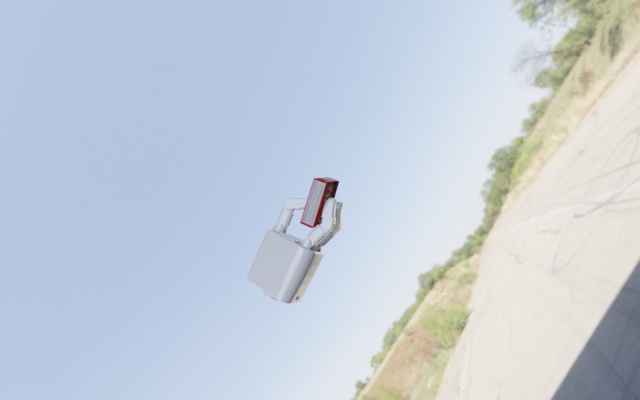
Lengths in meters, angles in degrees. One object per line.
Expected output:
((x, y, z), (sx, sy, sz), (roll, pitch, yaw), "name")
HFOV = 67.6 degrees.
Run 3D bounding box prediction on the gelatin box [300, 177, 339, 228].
((0.000, 0.002, 0.877), (0.030, 0.089, 0.073), (20, 10, 18), "gelatin box")
